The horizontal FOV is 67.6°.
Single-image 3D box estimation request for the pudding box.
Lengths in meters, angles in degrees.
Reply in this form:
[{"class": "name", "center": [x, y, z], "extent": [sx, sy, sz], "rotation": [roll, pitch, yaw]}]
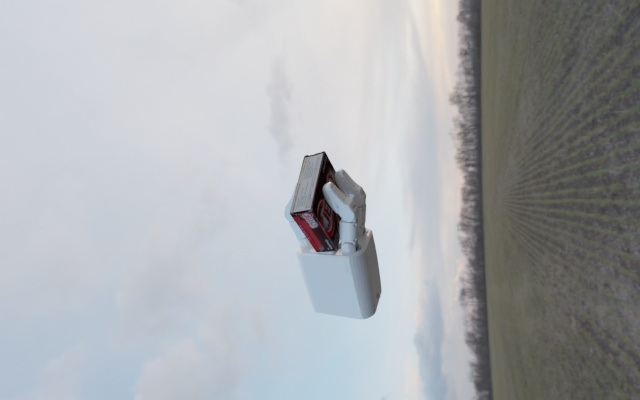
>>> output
[{"class": "pudding box", "center": [0.000, 0.002, 0.670], "extent": [0.039, 0.113, 0.090], "rotation": [-10, -44, 21]}]
